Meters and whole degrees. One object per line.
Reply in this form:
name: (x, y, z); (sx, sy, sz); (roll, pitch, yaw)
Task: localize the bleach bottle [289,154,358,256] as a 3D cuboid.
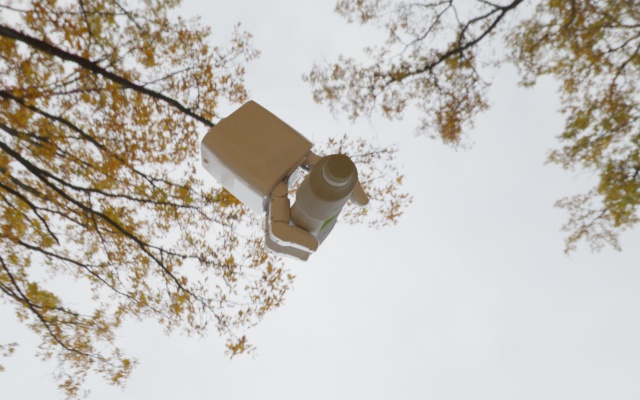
bleach bottle: (0.000, 0.002, 0.602); (0.068, 0.102, 0.251); (37, -23, 3)
